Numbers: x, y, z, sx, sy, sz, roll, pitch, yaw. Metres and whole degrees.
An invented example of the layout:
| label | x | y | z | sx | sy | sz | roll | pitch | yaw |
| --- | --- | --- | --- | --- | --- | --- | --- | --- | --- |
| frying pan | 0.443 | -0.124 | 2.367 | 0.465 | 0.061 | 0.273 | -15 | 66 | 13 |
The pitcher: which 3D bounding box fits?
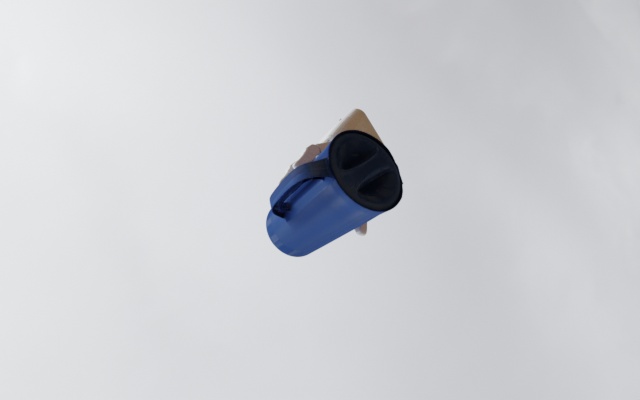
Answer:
| label | x | y | z | sx | sy | sz | roll | pitch | yaw |
| --- | --- | --- | --- | --- | --- | --- | --- | --- | --- |
| pitcher | 0.000 | 0.002 | 0.764 | 0.243 | 0.149 | 0.145 | -39 | 14 | 48 |
